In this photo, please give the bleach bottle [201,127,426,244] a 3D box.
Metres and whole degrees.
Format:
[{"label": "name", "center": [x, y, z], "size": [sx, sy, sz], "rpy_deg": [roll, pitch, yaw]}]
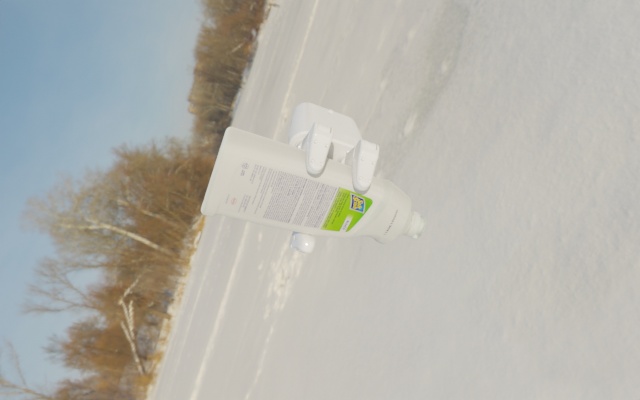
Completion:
[{"label": "bleach bottle", "center": [0.000, 0.002, 0.549], "size": [0.251, 0.103, 0.068], "rpy_deg": [18, 30, -13]}]
